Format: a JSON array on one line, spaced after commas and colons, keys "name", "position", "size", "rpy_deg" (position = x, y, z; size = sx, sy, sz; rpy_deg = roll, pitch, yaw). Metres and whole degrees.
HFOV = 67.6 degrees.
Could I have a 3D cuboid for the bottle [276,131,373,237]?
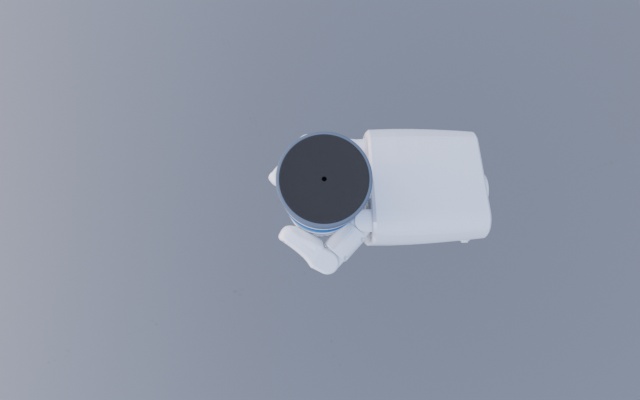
[{"name": "bottle", "position": [0.000, 0.001, 0.470], "size": [0.069, 0.069, 0.296], "rpy_deg": [0, -6, -1]}]
